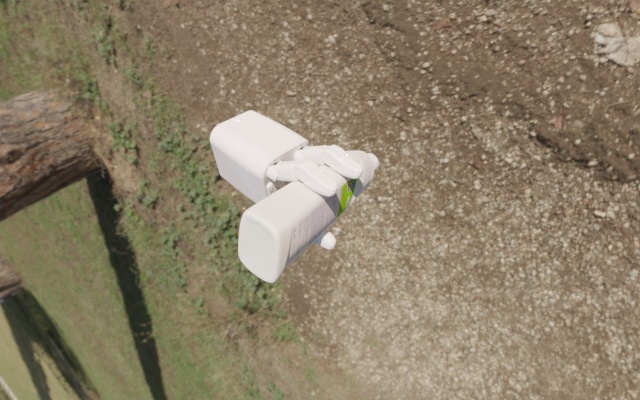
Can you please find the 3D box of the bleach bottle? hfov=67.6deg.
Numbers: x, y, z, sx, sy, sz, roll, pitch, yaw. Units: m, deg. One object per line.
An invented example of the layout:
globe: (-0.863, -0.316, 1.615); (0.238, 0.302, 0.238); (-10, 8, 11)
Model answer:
bleach bottle: (0.000, 0.002, 0.652); (0.068, 0.103, 0.250); (32, 44, 23)
